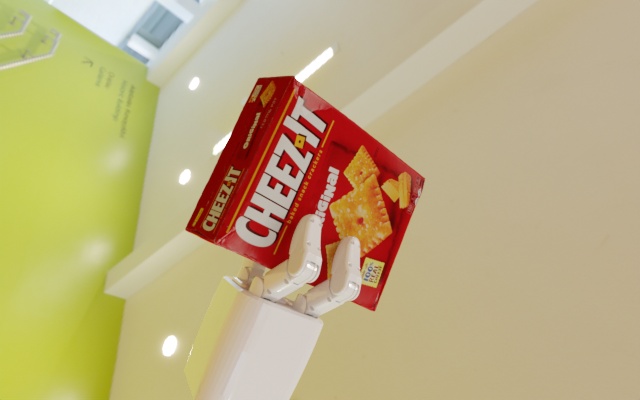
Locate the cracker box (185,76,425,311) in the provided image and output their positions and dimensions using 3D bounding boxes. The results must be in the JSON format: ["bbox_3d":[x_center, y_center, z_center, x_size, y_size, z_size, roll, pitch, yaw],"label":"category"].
[{"bbox_3d":[0.000,0.002,0.486,0.214,0.164,0.072,31,-11,-37],"label":"cracker box"}]
